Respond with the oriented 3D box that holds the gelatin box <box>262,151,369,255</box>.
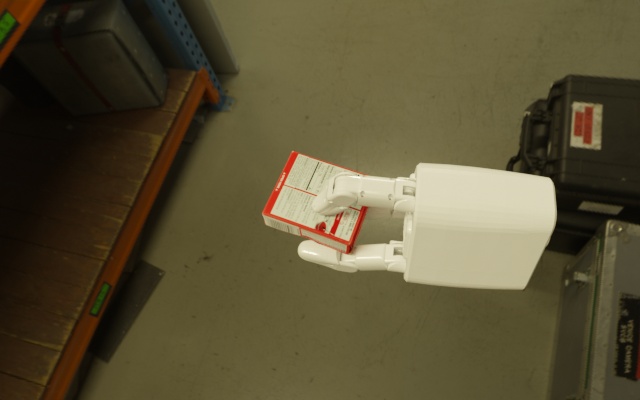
[{"bbox_3d":[0.000,0.001,0.452,0.089,0.073,0.030,19,-24,9],"label":"gelatin box"}]
